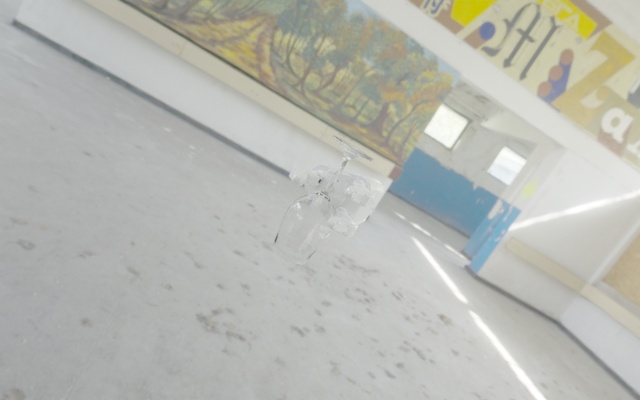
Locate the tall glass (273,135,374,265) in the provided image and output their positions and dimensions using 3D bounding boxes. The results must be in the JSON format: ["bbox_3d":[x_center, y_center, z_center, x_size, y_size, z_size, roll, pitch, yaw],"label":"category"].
[{"bbox_3d":[0.000,0.002,0.753,0.079,0.201,0.079,30,11,-7],"label":"tall glass"}]
